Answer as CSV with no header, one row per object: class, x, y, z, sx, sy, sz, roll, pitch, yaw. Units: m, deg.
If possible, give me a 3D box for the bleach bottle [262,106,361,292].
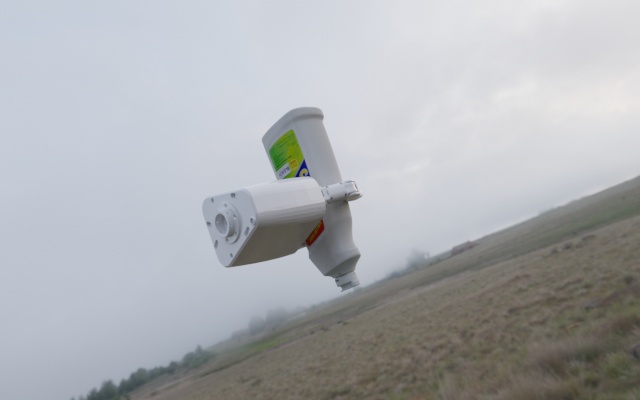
bleach bottle,0.000,0.002,0.669,0.068,0.250,0.102,-10,-16,-44
